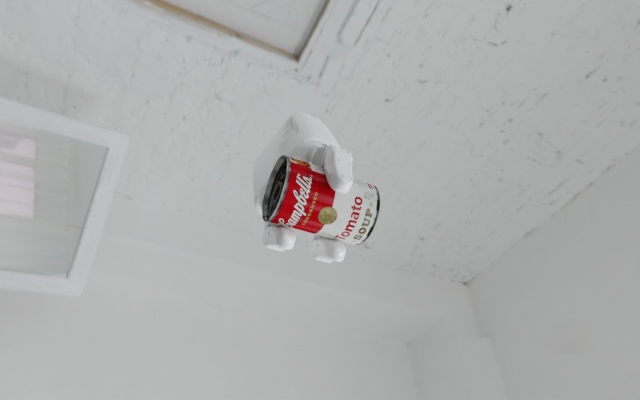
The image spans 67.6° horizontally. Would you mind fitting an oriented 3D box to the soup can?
[{"bbox_3d":[0.000,0.002,0.483,0.102,0.068,0.068,17,-6,-20],"label":"soup can"}]
